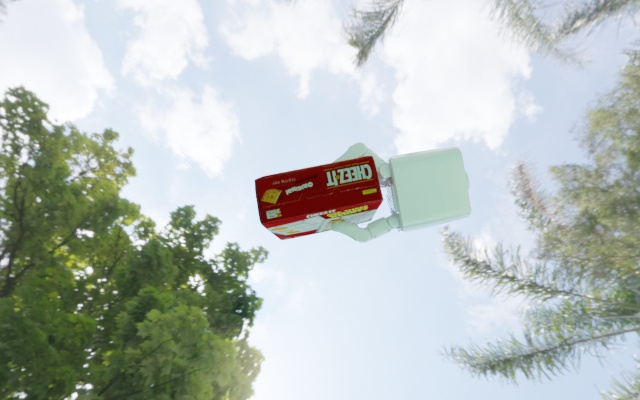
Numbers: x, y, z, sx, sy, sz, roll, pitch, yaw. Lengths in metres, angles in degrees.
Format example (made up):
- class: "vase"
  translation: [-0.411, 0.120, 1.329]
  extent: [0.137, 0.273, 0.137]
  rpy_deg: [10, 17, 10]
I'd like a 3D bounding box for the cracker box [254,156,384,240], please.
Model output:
- class: "cracker box"
  translation: [0.000, 0.003, 0.723]
  extent: [0.164, 0.072, 0.214]
  rpy_deg: [-12, -11, 0]
